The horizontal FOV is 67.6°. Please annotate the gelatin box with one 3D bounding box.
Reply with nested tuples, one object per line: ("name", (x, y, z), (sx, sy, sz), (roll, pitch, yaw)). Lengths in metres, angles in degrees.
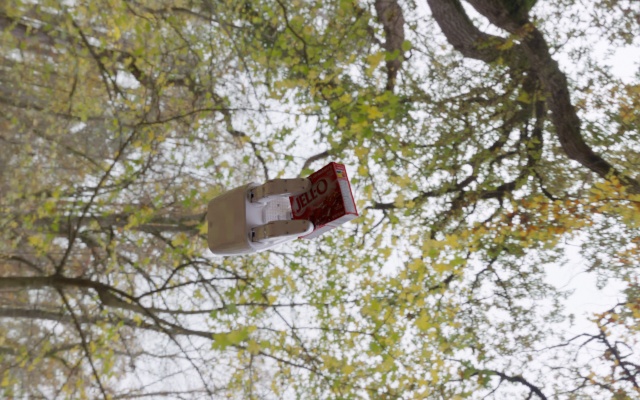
("gelatin box", (0.001, 0.002, 0.616), (0.089, 0.073, 0.030), (-28, -25, 36))
